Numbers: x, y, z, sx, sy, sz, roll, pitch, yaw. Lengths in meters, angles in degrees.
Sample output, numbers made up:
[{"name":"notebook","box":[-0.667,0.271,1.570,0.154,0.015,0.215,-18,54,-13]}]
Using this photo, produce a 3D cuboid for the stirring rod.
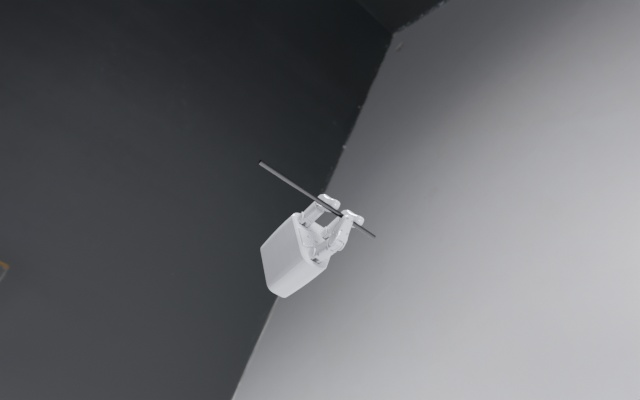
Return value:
[{"name":"stirring rod","box":[0.000,0.003,0.766,0.239,0.011,0.011,34,-15,-24]}]
